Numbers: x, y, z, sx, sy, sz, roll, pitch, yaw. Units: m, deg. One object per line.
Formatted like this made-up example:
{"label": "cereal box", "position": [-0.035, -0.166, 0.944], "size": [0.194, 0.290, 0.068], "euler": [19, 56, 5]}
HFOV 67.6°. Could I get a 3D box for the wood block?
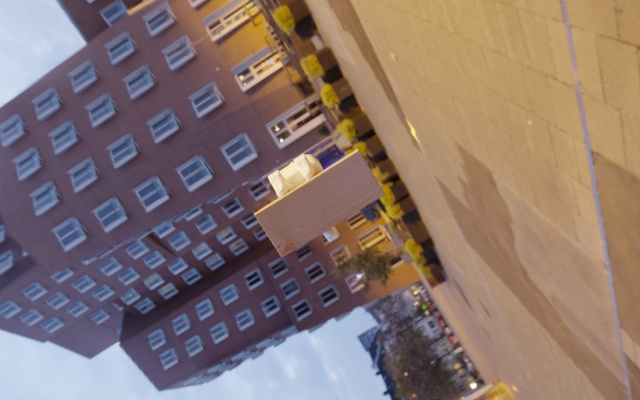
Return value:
{"label": "wood block", "position": [0.000, 0.003, 0.843], "size": [0.206, 0.091, 0.090], "euler": [-32, 3, 5]}
